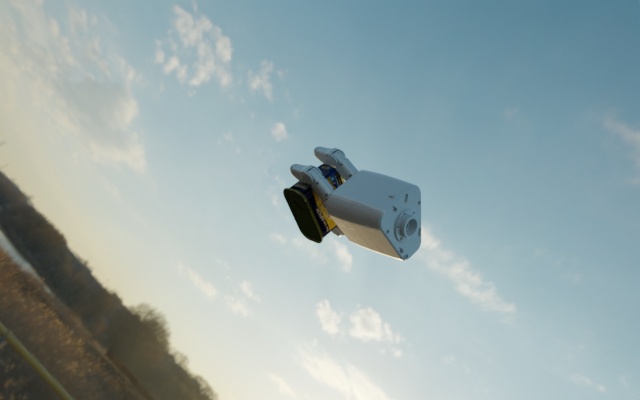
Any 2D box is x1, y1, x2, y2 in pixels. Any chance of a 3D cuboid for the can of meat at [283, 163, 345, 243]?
[{"bbox_3d":[0.000,0.002,0.768,0.084,0.102,0.057,-38,31,-27],"label":"can of meat"}]
